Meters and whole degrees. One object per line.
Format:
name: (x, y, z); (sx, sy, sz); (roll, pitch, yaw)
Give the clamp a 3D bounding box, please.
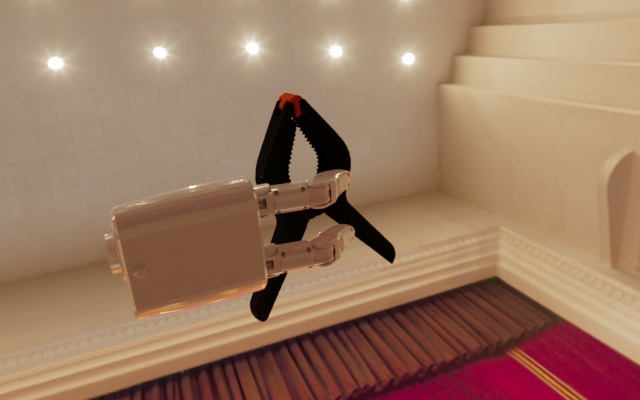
clamp: (-0.001, 0.001, 0.458); (0.164, 0.210, 0.036); (-14, 22, -25)
